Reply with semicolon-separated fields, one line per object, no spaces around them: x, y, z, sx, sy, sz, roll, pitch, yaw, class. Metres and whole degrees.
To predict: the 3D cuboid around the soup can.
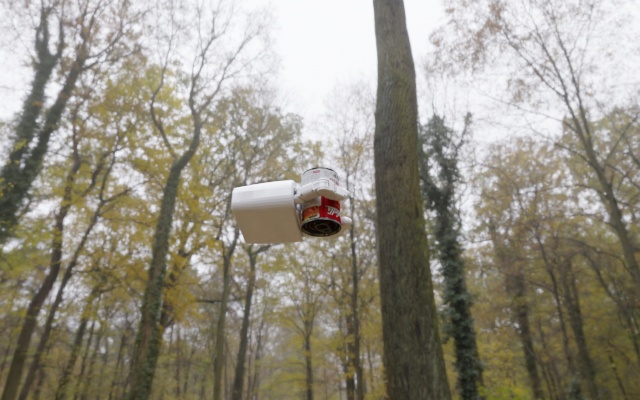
0.001;0.002;0.819;0.068;0.102;0.068;-1;-29;-1;soup can
